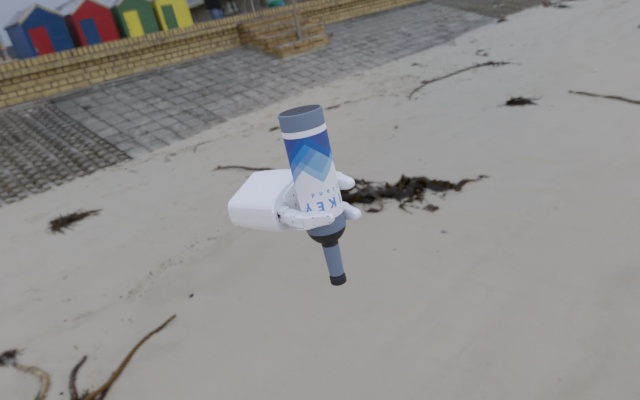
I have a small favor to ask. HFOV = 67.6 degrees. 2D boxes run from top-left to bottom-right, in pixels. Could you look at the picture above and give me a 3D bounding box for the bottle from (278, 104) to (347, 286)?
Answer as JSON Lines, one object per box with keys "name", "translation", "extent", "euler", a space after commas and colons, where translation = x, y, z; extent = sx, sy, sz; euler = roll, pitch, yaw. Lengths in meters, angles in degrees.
{"name": "bottle", "translation": [0.000, 0.002, 0.750], "extent": [0.069, 0.296, 0.069], "euler": [-11, 21, 4]}
